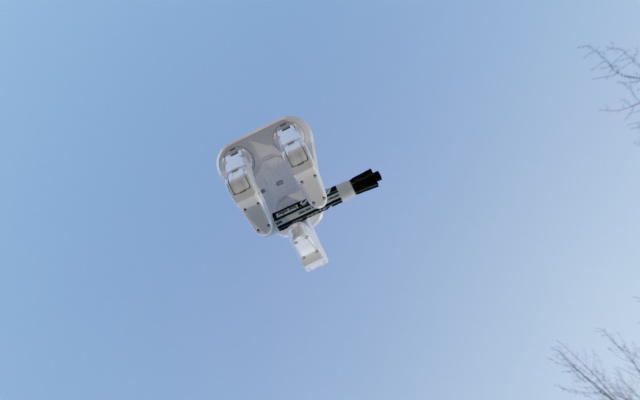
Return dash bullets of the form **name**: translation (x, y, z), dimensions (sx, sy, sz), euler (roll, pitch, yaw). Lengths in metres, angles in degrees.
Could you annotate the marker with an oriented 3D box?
- **marker**: translation (0.000, 0.001, 0.441), dimensions (0.121, 0.020, 0.020), euler (-25, 0, 0)
